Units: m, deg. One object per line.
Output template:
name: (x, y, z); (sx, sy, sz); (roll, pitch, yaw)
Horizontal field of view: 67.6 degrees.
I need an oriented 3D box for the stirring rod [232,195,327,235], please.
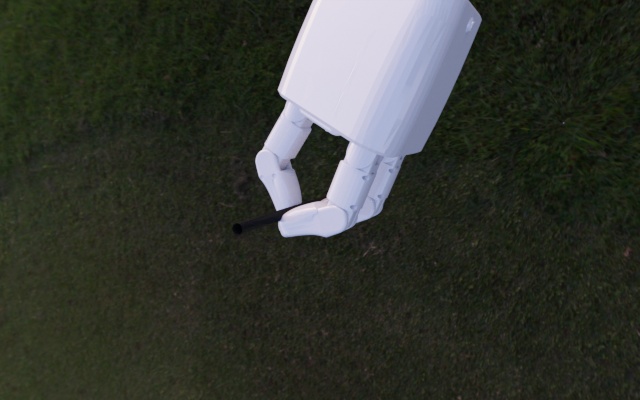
stirring rod: (0.000, 0.001, 0.415); (0.011, 0.011, 0.239); (0, 8, 27)
